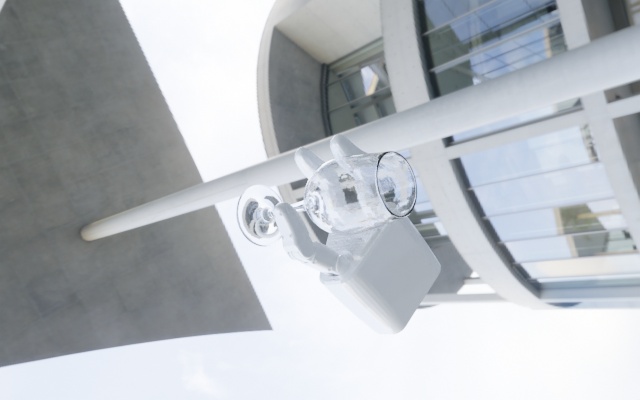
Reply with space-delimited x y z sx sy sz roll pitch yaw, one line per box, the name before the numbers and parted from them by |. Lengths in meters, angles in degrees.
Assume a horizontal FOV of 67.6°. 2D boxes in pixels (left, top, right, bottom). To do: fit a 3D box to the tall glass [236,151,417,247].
tall glass | -0.001 0.002 0.498 0.079 0.079 0.201 0 -10 -45
